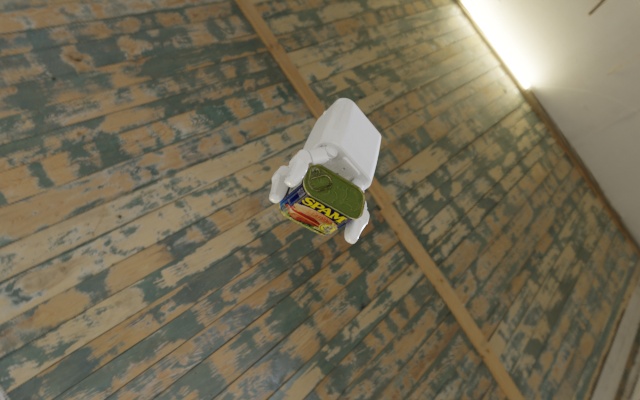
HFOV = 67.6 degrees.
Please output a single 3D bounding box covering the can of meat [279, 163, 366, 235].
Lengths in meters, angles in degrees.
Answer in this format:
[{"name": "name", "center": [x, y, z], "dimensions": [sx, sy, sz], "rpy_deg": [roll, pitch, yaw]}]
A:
[{"name": "can of meat", "center": [0.000, 0.003, 0.704], "dimensions": [0.102, 0.057, 0.084], "rpy_deg": [29, -36, -20]}]
